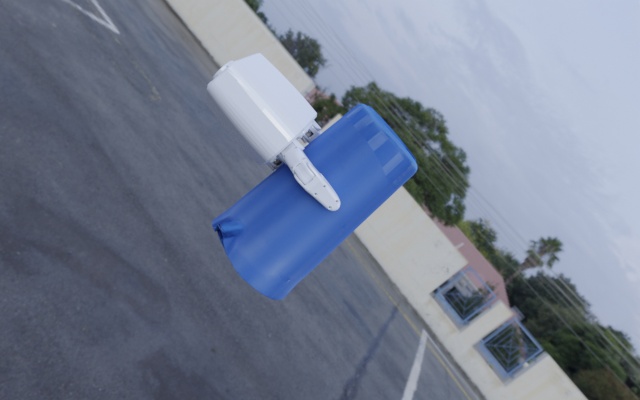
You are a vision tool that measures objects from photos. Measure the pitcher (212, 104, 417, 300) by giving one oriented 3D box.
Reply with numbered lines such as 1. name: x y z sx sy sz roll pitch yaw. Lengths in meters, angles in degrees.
1. pitcher: 0.000 0.002 0.598 0.243 0.145 0.149 -41 10 8
